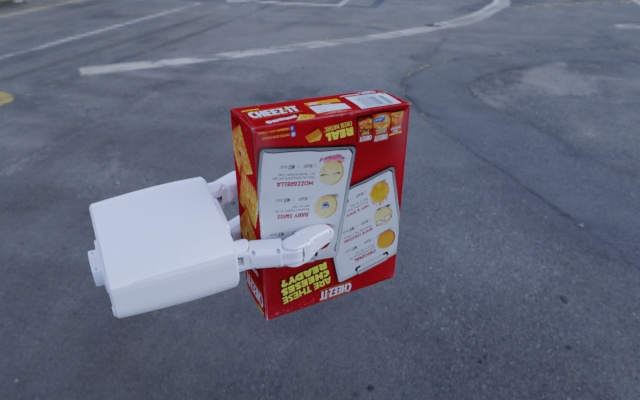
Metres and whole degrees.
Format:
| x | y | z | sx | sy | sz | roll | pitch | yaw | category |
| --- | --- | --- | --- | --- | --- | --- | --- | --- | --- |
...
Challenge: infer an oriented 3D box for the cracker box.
| x | y | z | sx | sy | sz | roll | pitch | yaw | category |
| --- | --- | --- | --- | --- | --- | --- | --- | --- | --- |
| 0.000 | 0.002 | 0.502 | 0.164 | 0.214 | 0.072 | -14 | 32 | -23 | cracker box |
